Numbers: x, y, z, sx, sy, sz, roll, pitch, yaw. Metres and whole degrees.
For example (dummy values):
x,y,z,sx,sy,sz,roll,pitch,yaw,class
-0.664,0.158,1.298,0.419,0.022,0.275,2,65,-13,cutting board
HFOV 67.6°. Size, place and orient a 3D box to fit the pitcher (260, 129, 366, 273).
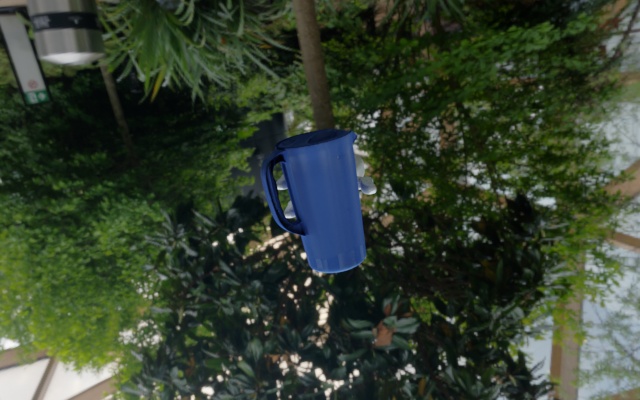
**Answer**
x,y,z,sx,sy,sz,roll,pitch,yaw,class
0.000,0.003,0.839,0.149,0.243,0.145,-6,17,16,pitcher
